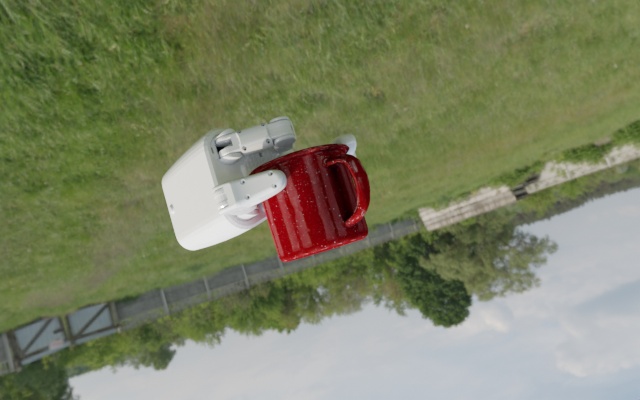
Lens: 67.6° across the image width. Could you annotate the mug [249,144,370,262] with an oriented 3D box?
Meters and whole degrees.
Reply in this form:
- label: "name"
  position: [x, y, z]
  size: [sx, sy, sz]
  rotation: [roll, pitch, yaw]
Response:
- label: "mug"
  position: [0.001, 0.001, 0.409]
  size: [0.093, 0.081, 0.117]
  rotation: [-11, -9, -42]
